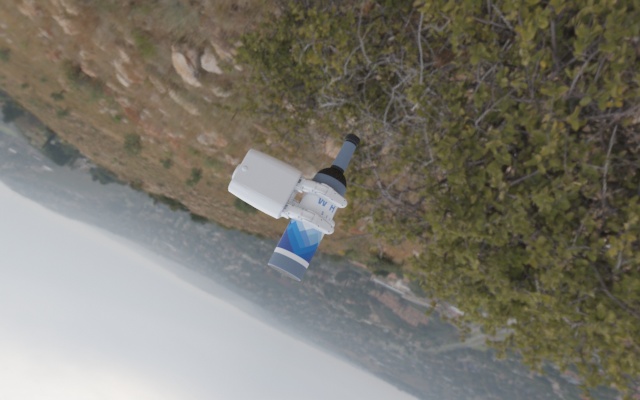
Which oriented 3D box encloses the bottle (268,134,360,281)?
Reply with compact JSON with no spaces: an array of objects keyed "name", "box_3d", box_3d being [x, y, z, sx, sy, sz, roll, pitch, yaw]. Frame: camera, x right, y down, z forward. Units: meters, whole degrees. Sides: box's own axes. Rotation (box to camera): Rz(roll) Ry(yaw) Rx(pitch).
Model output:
[{"name":"bottle","box_3d":[0.000,0.003,0.892,0.069,0.295,0.069,25,-15,8]}]
